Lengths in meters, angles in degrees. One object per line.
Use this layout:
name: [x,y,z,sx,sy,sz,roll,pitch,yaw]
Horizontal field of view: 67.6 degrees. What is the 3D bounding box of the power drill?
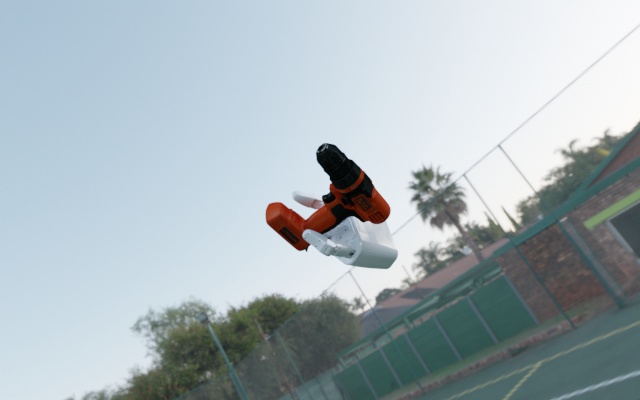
power drill: [0.000,0.003,0.806,0.188,0.057,0.184,-27,-55,26]
